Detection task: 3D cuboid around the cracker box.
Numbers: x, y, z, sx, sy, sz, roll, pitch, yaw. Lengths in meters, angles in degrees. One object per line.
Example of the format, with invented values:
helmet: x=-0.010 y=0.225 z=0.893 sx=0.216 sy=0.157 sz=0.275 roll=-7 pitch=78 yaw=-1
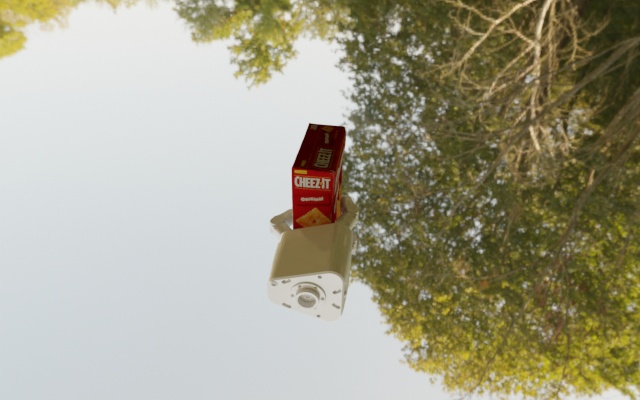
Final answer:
cracker box: x=0.000 y=0.003 z=0.794 sx=0.072 sy=0.214 sz=0.164 roll=5 pitch=33 yaw=5
